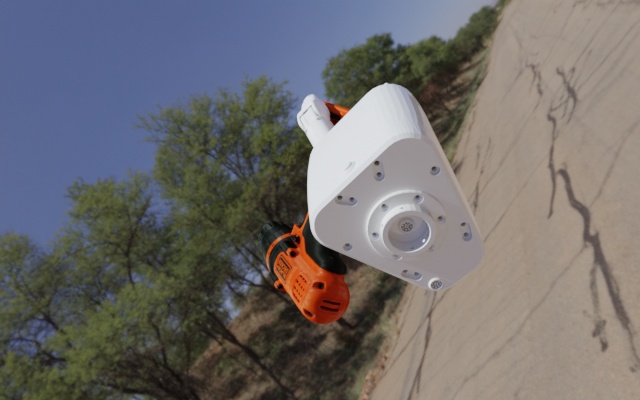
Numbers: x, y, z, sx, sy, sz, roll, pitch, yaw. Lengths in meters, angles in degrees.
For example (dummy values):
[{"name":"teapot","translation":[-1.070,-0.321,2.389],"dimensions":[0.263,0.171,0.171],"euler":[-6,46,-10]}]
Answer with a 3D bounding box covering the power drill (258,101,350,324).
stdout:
[{"name":"power drill","translation":[0.000,0.001,0.471],"dimensions":[0.057,0.188,0.184],"euler":[15,11,-27]}]
